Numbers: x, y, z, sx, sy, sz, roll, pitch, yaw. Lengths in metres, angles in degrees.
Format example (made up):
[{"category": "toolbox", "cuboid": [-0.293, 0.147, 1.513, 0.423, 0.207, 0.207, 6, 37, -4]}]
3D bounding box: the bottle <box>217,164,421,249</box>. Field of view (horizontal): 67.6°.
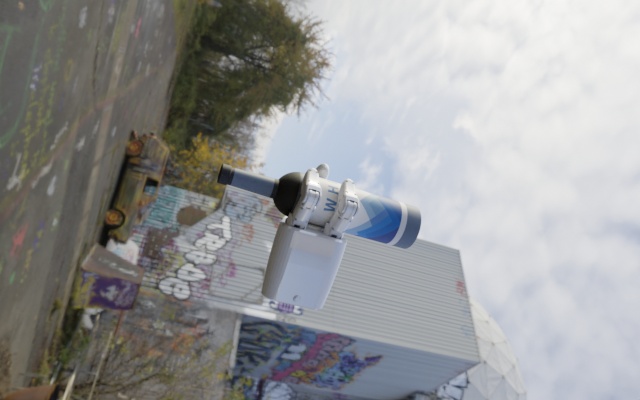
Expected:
[{"category": "bottle", "cuboid": [0.000, 0.002, 0.684, 0.296, 0.069, 0.069, 16, -5, -16]}]
